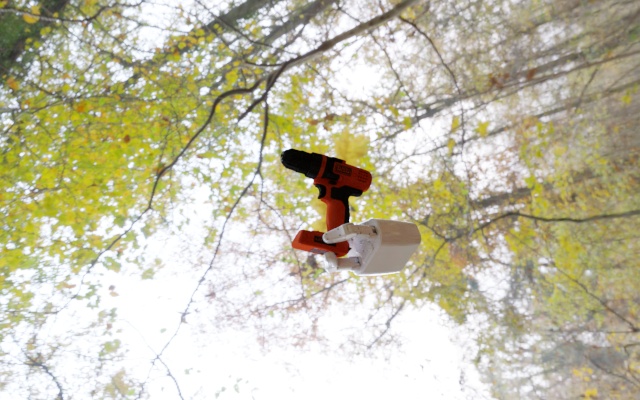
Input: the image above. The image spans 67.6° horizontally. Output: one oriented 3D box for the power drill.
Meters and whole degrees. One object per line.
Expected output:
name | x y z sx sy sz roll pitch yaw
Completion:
power drill | 0.000 0.003 0.892 0.184 0.187 0.057 15 -19 -13
